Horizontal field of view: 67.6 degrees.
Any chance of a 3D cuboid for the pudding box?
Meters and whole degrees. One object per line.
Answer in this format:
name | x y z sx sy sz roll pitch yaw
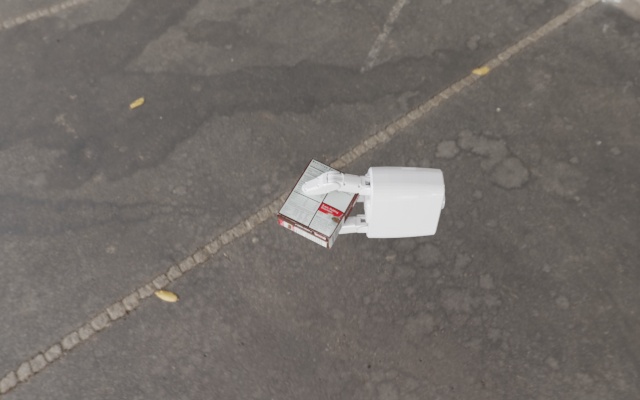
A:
pudding box | 0.000 0.002 0.717 0.090 0.113 0.039 25 -27 12
